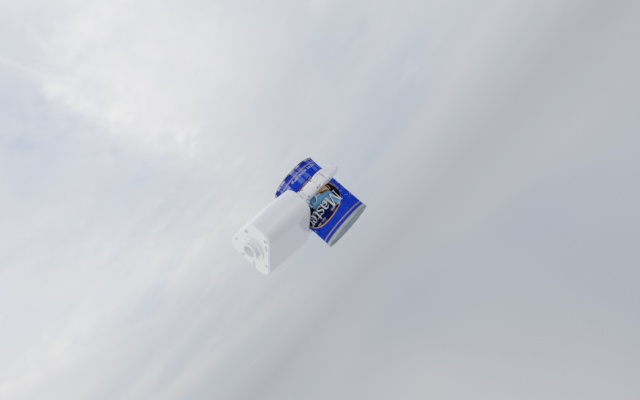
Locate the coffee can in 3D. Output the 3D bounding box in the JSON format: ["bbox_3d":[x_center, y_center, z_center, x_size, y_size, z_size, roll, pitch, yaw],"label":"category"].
[{"bbox_3d":[0.000,0.003,0.895,0.140,0.103,0.103,41,8,9],"label":"coffee can"}]
